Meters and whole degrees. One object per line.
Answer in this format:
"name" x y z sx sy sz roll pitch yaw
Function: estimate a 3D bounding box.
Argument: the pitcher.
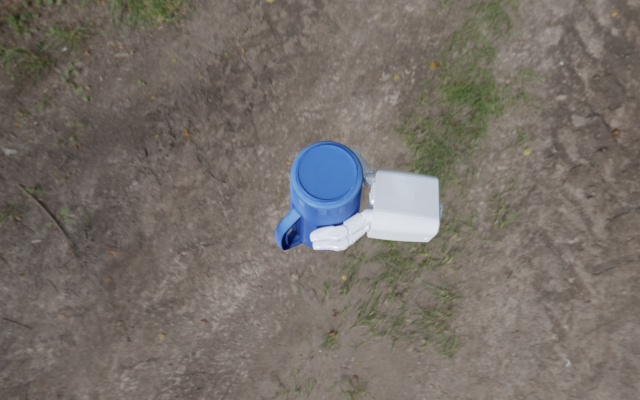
"pitcher" 0.000 0.003 0.802 0.145 0.149 0.243 7 -17 2
